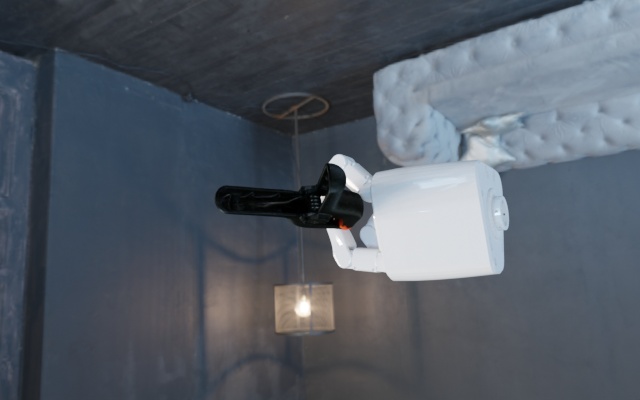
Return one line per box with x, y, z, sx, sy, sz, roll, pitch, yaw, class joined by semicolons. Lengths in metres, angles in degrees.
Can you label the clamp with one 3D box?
0.000;0.002;0.451;0.120;0.039;0.171;-7;-10;33;clamp
